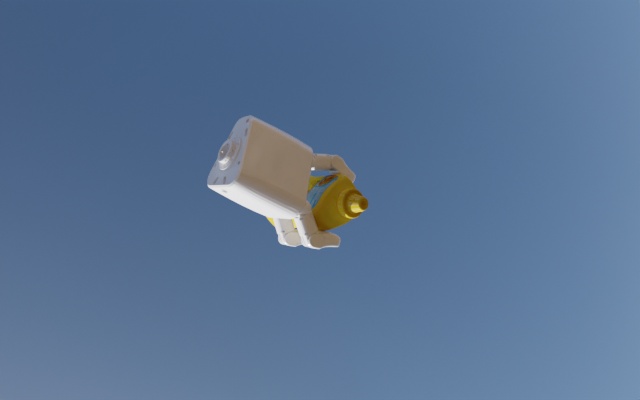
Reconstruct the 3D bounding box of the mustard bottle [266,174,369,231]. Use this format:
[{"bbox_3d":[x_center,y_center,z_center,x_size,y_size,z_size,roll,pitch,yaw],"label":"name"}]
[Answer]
[{"bbox_3d":[0.000,0.003,0.712,0.191,0.058,0.096,1,44,53],"label":"mustard bottle"}]
